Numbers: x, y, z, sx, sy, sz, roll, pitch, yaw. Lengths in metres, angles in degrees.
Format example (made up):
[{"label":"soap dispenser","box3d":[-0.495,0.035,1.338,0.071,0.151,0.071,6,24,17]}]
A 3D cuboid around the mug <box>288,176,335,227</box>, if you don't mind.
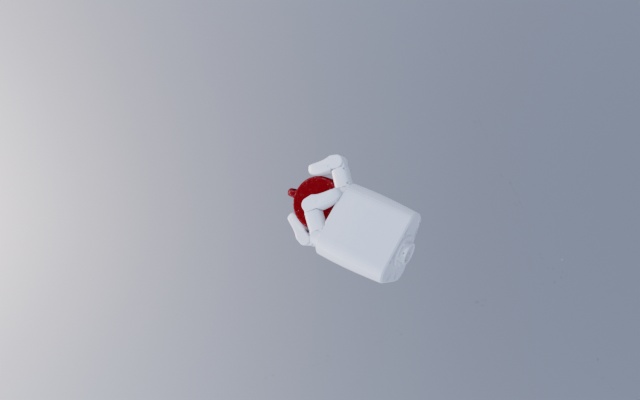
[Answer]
[{"label":"mug","box3d":[-0.001,0.002,0.754,0.117,0.093,0.081,23,4,27]}]
